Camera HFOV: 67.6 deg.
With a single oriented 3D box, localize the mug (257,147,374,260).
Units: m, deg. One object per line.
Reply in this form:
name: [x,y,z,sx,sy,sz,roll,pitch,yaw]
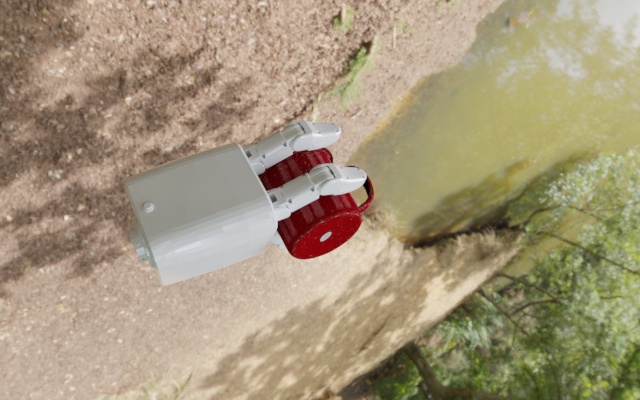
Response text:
mug: [0.001,0.001,0.485,0.117,0.081,0.093,-20,-28,-19]
